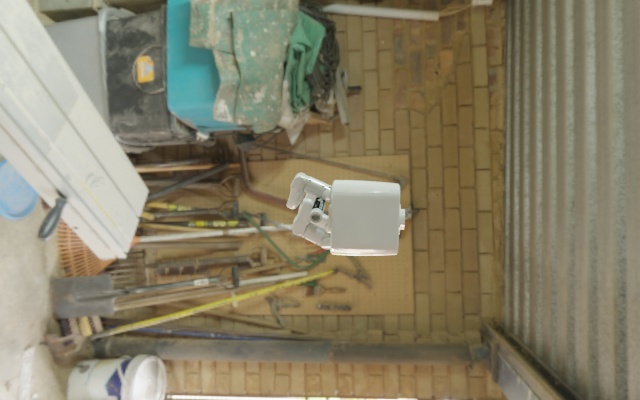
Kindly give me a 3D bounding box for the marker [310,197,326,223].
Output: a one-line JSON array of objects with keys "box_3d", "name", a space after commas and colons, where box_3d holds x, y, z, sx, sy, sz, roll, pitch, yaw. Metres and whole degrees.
[{"box_3d": [0.000, 0.002, 0.757, 0.020, 0.020, 0.121, 0, 22, 7], "name": "marker"}]
